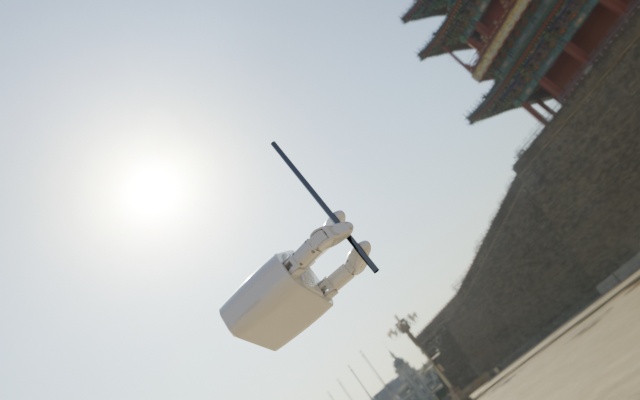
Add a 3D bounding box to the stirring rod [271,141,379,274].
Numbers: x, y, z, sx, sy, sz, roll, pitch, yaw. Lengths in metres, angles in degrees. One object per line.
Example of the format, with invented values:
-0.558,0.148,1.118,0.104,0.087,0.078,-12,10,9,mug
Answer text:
0.000,0.002,0.631,0.011,0.011,0.239,0,44,-52,stirring rod
